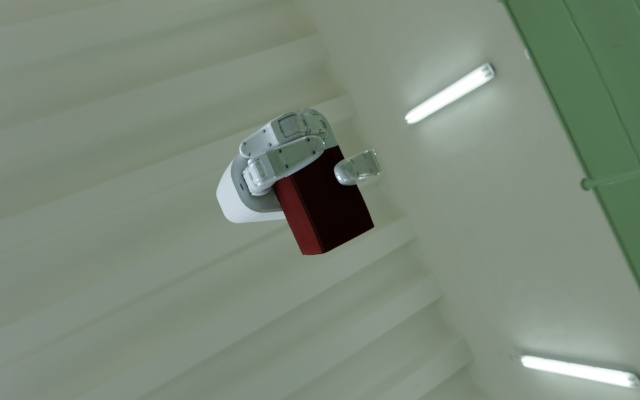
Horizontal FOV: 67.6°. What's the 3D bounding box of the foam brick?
[{"bbox_3d":[0.000,0.002,0.406,0.053,0.078,0.051,-23,-1,-24],"label":"foam brick"}]
